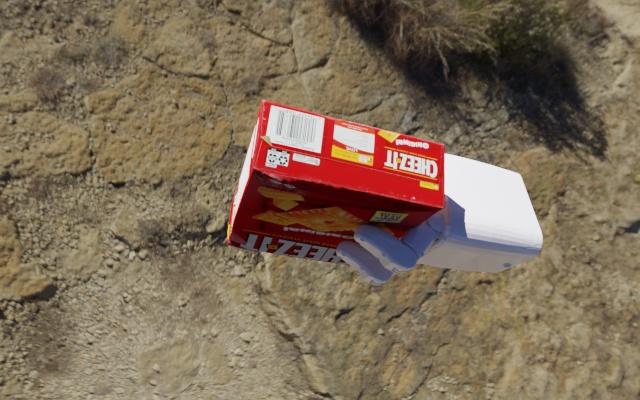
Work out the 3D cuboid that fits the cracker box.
[{"bbox_3d":[0.000,0.001,0.478,0.164,0.072,0.214,12,-24,-12],"label":"cracker box"}]
